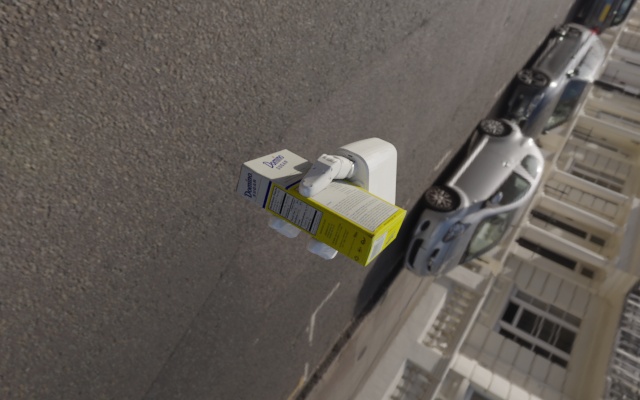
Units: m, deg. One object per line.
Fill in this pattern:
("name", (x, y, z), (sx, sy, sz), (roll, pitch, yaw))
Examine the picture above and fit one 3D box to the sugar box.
("sugar box", (0.000, 0.002, 0.552), (0.176, 0.048, 0.093), (27, 28, 22))
